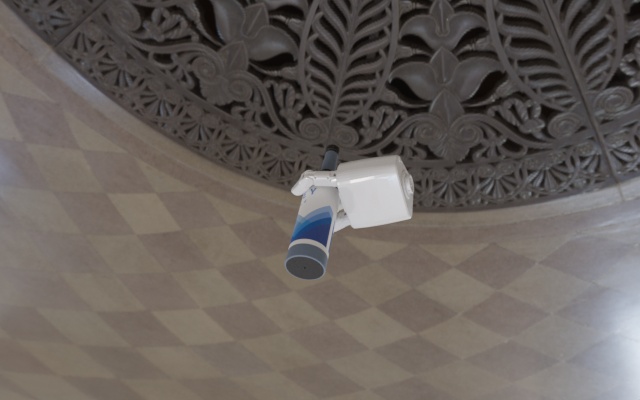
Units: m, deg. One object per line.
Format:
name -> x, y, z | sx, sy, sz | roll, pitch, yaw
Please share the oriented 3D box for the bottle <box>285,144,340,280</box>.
bottle -> 0.000, 0.003, 0.859 | 0.069, 0.295, 0.069 | 7, -43, 7
